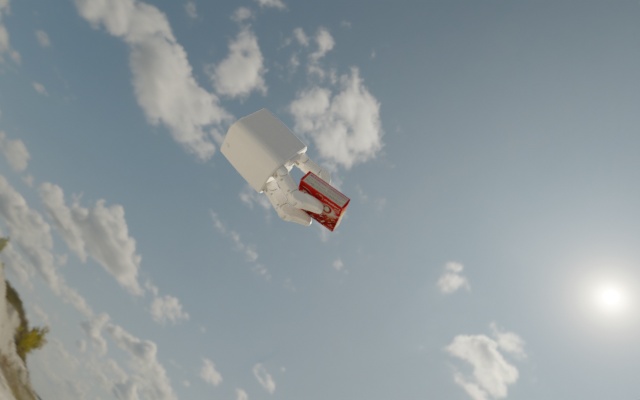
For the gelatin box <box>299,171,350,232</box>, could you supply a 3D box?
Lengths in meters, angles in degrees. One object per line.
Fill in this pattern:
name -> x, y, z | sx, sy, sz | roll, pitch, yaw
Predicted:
gelatin box -> 0.001, 0.003, 0.818 | 0.089, 0.030, 0.073 | 35, -37, 11
